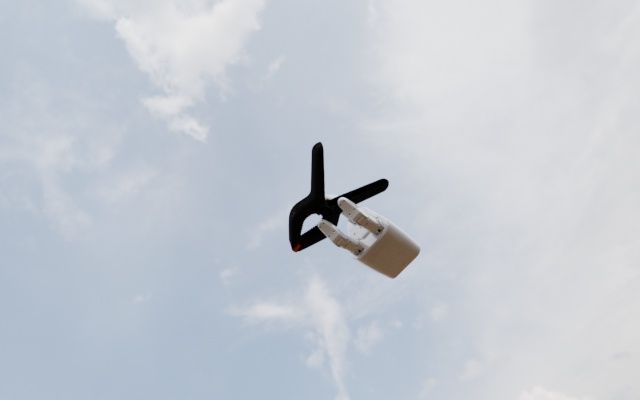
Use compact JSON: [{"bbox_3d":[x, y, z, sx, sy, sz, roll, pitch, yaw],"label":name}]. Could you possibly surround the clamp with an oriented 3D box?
[{"bbox_3d":[0.000,0.003,0.853,0.165,0.210,0.036,34,17,-29],"label":"clamp"}]
